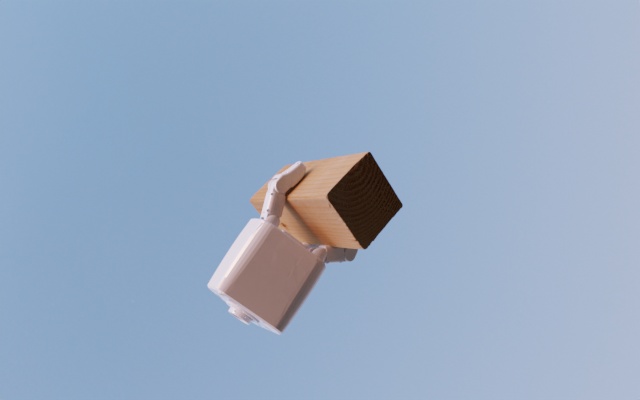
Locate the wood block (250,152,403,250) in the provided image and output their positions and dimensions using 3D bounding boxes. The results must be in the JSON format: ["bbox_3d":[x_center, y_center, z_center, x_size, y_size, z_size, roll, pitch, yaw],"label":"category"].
[{"bbox_3d":[0.000,0.002,0.668,0.090,0.091,0.206,-46,23,-26],"label":"wood block"}]
